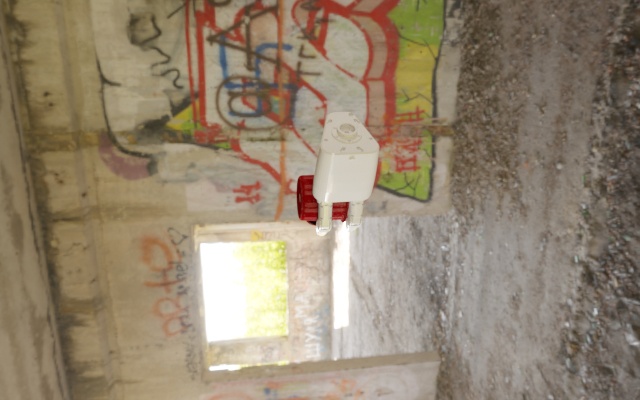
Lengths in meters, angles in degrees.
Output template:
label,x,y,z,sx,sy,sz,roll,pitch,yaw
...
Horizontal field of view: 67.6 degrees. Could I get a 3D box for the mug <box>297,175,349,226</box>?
label,x,y,z,sx,sy,sz,roll,pitch,yaw
mug,0.000,0.004,0.864,0.081,0.093,0.117,-1,-43,-9
